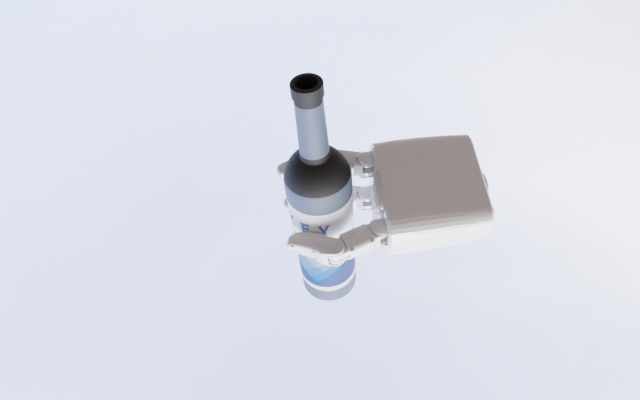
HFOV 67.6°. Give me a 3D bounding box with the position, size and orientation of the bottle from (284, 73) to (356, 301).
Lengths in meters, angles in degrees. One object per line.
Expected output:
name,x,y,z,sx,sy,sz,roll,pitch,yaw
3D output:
bottle,0.000,0.002,0.491,0.069,0.069,0.296,0,-40,6
